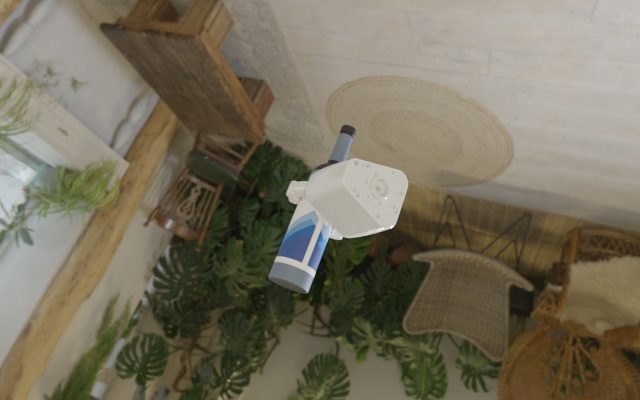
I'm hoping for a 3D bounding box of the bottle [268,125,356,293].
[{"bbox_3d":[0.000,0.003,0.790,0.069,0.295,0.069,19,-20,7],"label":"bottle"}]
